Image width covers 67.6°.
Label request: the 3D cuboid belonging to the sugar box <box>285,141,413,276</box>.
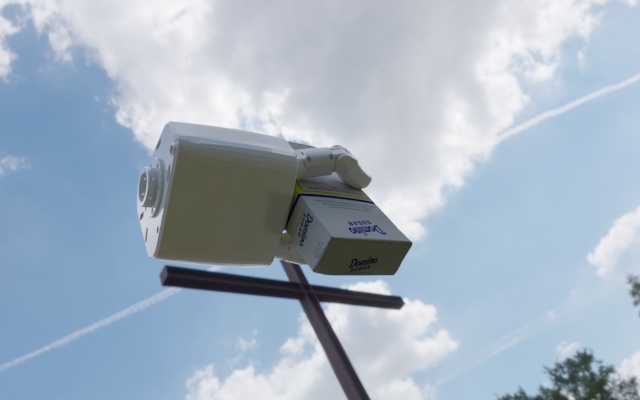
[{"bbox_3d":[0.000,0.002,0.463,0.093,0.048,0.176,7,32,-34],"label":"sugar box"}]
